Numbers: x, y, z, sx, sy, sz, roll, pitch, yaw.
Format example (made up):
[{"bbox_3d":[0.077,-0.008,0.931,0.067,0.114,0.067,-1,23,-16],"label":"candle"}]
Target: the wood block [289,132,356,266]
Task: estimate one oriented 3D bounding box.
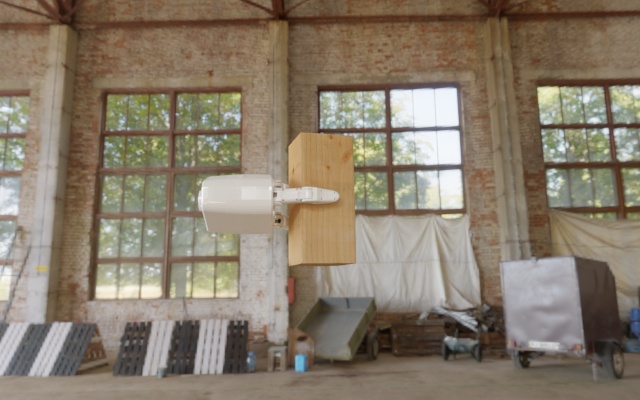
[{"bbox_3d":[0.000,0.002,0.783,0.090,0.206,0.091,2,-10,-17],"label":"wood block"}]
